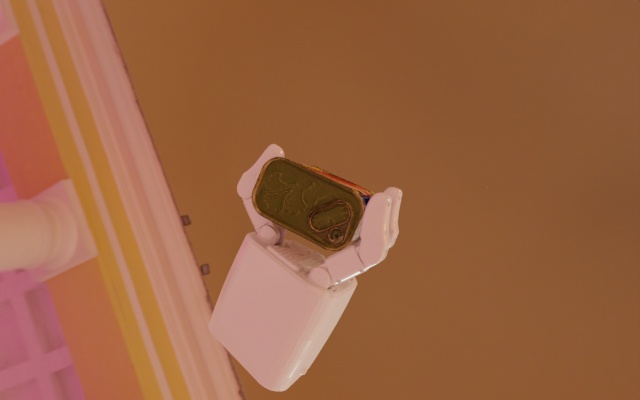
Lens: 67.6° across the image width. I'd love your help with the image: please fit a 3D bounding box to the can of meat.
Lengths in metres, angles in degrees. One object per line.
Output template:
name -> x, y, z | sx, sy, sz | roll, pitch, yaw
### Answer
can of meat -> 0.000, 0.001, 0.453 | 0.102, 0.057, 0.084 | 26, 9, 17
